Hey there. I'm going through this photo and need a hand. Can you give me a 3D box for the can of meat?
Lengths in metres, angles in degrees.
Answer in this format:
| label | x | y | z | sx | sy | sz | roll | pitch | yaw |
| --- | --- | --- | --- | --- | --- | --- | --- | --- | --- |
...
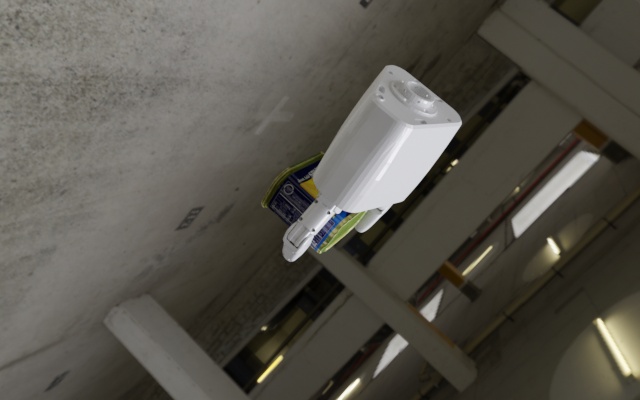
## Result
| label | x | y | z | sx | sy | sz | roll | pitch | yaw |
| --- | --- | --- | --- | --- | --- | --- | --- | --- | --- |
| can of meat | 0.000 | 0.002 | 0.522 | 0.084 | 0.057 | 0.102 | 42 | 34 | 10 |
